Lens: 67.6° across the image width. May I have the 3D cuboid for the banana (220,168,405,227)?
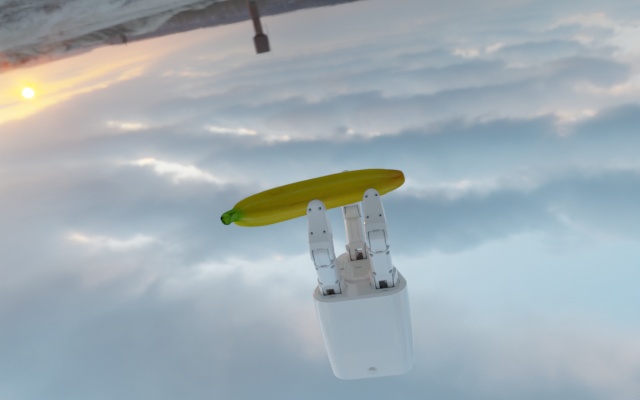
[{"bbox_3d":[-0.009,-0.001,0.506,0.198,0.037,0.069,-15,16,-16],"label":"banana"}]
